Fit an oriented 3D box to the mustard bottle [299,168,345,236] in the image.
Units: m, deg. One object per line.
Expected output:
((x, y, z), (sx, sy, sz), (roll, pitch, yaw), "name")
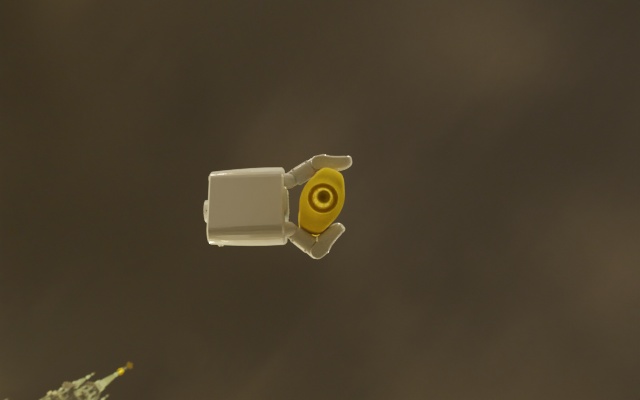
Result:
((0.000, 0.002, 0.688), (0.058, 0.096, 0.191), (24, -5, 0), "mustard bottle")
